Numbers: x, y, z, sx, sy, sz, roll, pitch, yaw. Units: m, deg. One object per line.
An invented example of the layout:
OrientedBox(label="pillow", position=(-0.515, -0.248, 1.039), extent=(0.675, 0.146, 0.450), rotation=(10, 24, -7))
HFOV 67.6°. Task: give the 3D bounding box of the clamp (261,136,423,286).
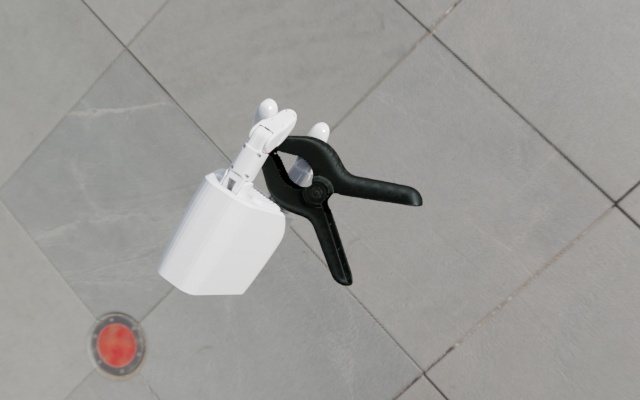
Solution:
OrientedBox(label="clamp", position=(0.000, 0.001, 0.475), extent=(0.171, 0.120, 0.039), rotation=(33, 8, 11))
